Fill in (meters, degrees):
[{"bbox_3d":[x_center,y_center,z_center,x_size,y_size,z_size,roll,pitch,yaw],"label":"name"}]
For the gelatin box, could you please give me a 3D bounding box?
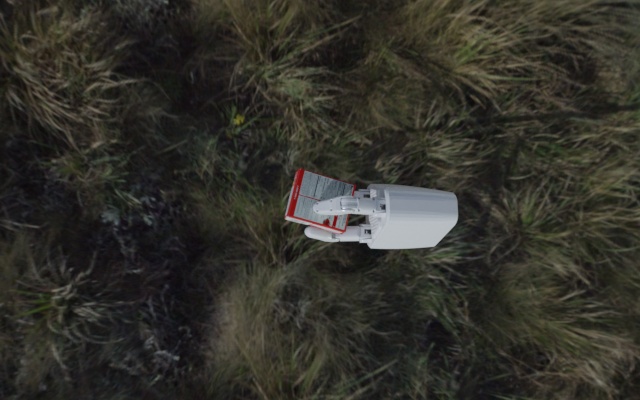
[{"bbox_3d":[0.000,0.002,0.687,0.089,0.073,0.030,16,-14,-12],"label":"gelatin box"}]
